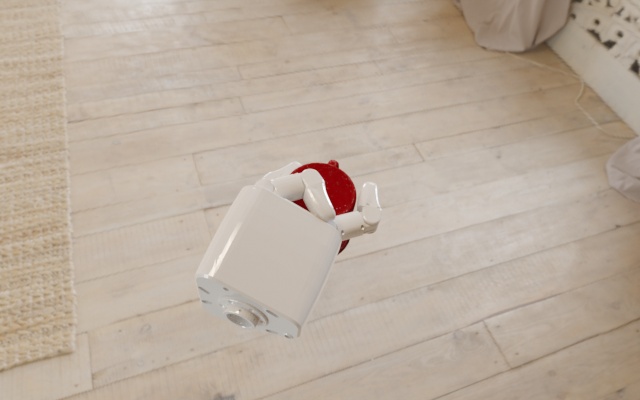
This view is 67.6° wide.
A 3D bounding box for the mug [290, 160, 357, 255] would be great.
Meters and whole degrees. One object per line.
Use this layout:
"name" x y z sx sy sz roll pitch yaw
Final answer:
"mug" 0.001 0.001 0.557 0.093 0.117 0.082 20 -35 7
